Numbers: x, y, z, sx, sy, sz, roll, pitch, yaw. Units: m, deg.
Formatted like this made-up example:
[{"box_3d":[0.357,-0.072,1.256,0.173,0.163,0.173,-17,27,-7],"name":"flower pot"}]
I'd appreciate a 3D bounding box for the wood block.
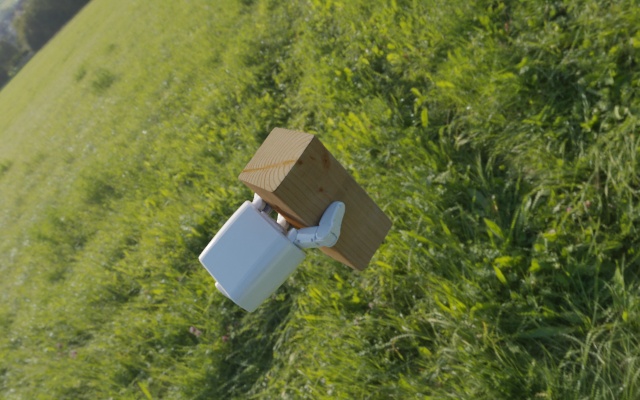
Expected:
[{"box_3d":[0.000,0.002,0.663,0.091,0.090,0.206,21,-18,49],"name":"wood block"}]
